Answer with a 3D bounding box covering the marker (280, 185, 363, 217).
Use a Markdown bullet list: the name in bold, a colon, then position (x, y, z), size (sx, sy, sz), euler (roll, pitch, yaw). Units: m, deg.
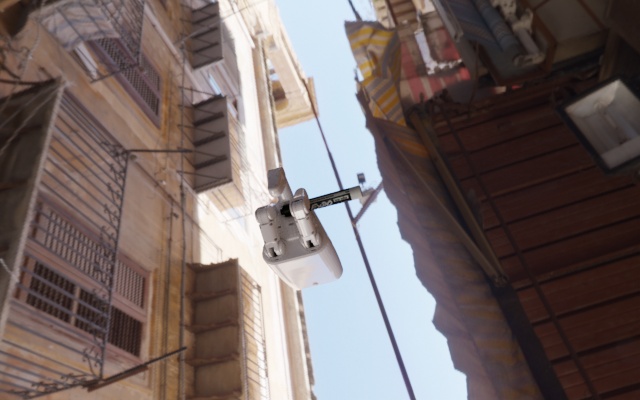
- **marker**: position (0.000, 0.002, 0.682), size (0.121, 0.020, 0.020), euler (-15, -3, 10)
